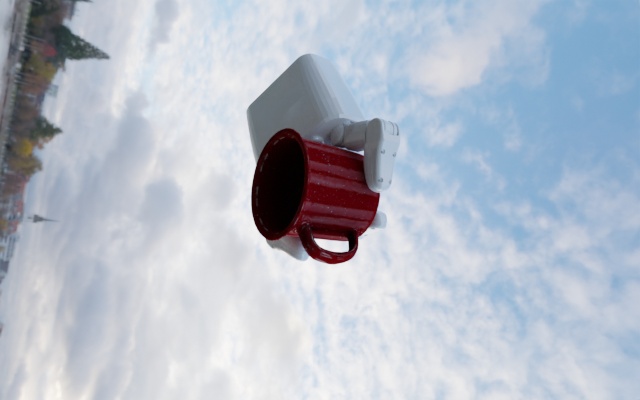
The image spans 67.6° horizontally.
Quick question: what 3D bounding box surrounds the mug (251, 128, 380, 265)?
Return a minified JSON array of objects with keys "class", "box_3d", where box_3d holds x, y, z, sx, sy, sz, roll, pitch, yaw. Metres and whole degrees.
[{"class":"mug","box_3d":[0.001,0.002,0.405,0.081,0.117,0.093,10,-44,-34]}]
